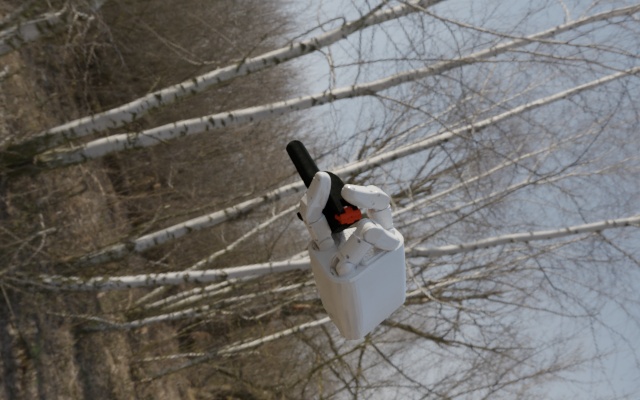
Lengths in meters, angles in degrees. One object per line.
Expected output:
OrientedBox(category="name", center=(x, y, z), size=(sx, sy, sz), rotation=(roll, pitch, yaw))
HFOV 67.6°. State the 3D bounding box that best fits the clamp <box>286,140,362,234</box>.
OrientedBox(category="clamp", center=(0.001, 0.002, 0.624), size=(0.039, 0.120, 0.171), rotation=(-21, 34, -15))
